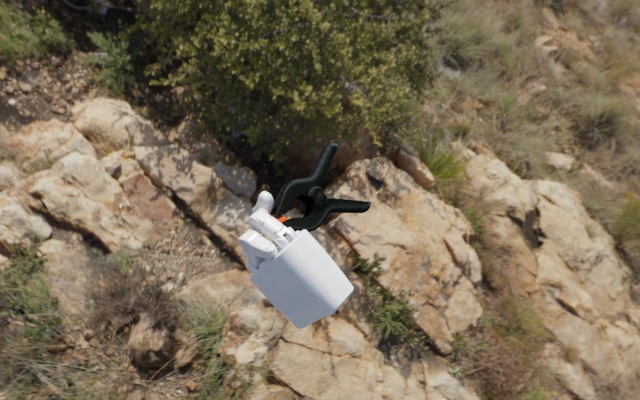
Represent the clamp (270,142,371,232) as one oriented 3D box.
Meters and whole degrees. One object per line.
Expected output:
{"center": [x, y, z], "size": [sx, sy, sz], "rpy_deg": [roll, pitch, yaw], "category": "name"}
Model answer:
{"center": [0.000, 0.002, 0.707], "size": [0.171, 0.120, 0.039], "rpy_deg": [-42, 4, -28], "category": "clamp"}
